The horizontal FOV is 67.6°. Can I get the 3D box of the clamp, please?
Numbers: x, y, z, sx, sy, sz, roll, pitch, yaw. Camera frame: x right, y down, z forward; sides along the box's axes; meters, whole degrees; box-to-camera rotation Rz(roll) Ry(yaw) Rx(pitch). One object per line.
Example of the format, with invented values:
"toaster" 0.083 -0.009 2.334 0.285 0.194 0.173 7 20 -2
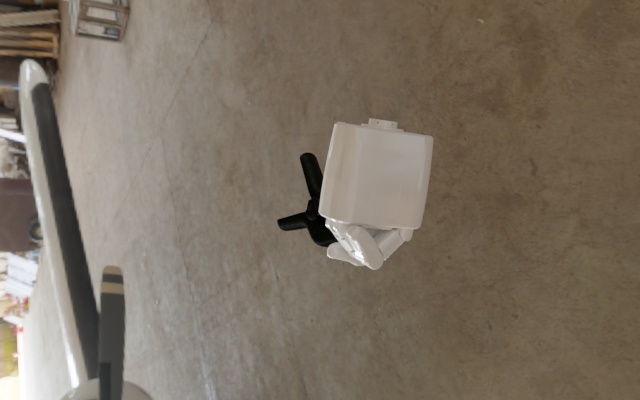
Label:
"clamp" 0.000 0.002 0.643 0.039 0.120 0.171 4 10 -36
